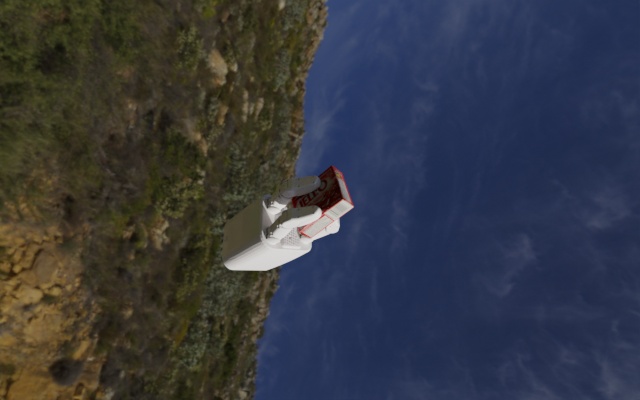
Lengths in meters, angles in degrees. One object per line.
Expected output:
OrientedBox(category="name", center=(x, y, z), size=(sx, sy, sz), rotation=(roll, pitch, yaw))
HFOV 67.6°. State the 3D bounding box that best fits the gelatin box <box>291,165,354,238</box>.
OrientedBox(category="gelatin box", center=(0.001, 0.002, 0.713), size=(0.089, 0.073, 0.030), rotation=(-37, -47, 22))
